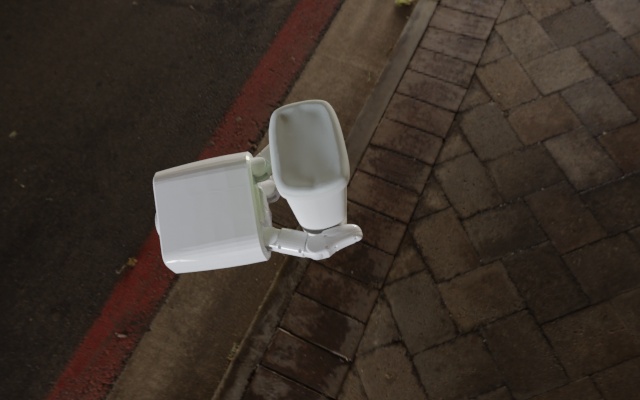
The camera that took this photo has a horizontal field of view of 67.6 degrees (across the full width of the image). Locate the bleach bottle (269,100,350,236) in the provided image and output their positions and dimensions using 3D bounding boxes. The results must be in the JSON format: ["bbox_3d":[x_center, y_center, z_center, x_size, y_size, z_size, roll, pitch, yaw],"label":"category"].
[{"bbox_3d":[0.000,0.002,0.532,0.068,0.102,0.251,-10,-26,2],"label":"bleach bottle"}]
